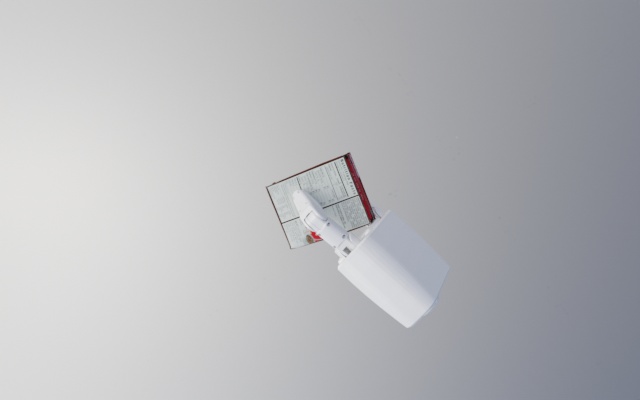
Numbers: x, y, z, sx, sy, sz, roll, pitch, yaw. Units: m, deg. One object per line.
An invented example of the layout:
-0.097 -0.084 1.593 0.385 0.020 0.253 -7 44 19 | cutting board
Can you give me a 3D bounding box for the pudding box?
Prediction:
0.000 0.002 0.589 0.113 0.090 0.039 -20 3 17 | pudding box
